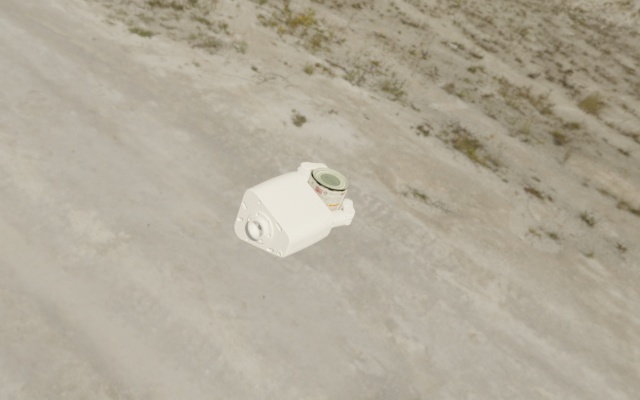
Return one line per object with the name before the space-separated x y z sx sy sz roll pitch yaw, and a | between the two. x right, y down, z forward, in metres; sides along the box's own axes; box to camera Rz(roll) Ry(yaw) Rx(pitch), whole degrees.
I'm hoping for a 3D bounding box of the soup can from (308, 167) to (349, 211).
soup can | 0.001 0.002 0.819 0.068 0.102 0.068 16 31 -10
